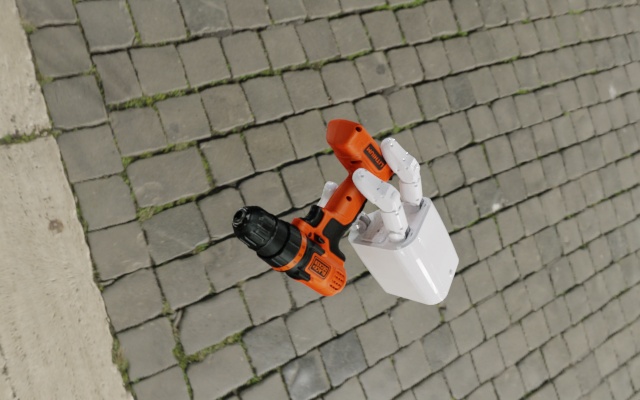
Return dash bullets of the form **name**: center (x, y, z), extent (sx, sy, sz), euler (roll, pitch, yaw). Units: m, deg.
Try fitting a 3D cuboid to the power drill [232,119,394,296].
- **power drill**: center (0.000, 0.002, 0.554), extent (0.057, 0.187, 0.184), euler (20, -16, 43)
